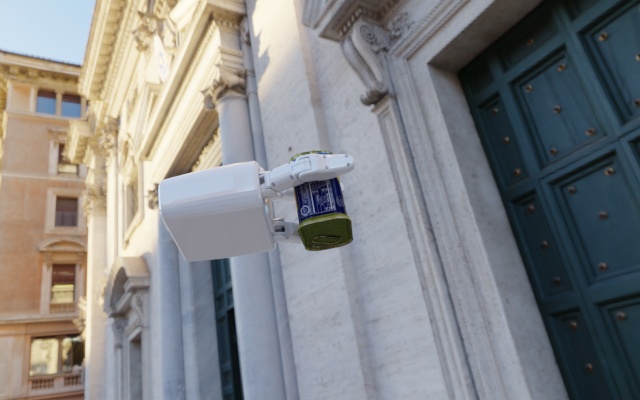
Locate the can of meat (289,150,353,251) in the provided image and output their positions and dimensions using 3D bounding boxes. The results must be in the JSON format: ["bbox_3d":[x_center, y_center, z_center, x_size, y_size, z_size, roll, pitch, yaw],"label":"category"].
[{"bbox_3d":[0.000,0.001,0.541,0.057,0.084,0.102,-11,-23,1],"label":"can of meat"}]
